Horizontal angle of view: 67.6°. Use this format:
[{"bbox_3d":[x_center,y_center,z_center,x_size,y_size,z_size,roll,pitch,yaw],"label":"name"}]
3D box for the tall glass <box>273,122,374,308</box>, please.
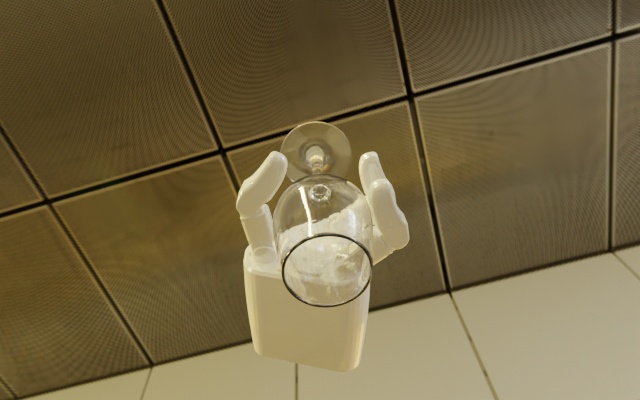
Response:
[{"bbox_3d":[0.000,0.001,0.406,0.079,0.079,0.201,0,28,-3],"label":"tall glass"}]
